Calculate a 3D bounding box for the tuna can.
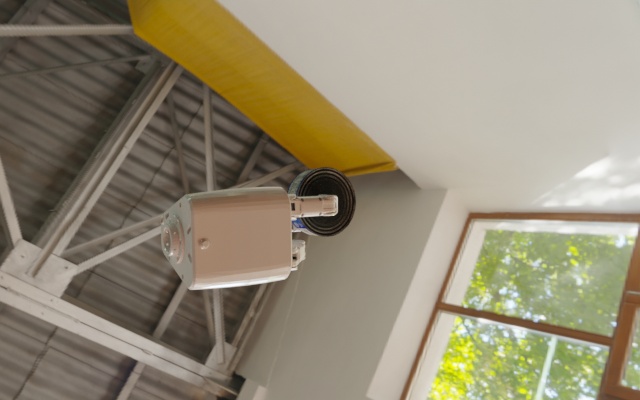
[{"bbox_3d":[0.000,0.002,0.598,0.086,0.086,0.034,0,0,-31],"label":"tuna can"}]
